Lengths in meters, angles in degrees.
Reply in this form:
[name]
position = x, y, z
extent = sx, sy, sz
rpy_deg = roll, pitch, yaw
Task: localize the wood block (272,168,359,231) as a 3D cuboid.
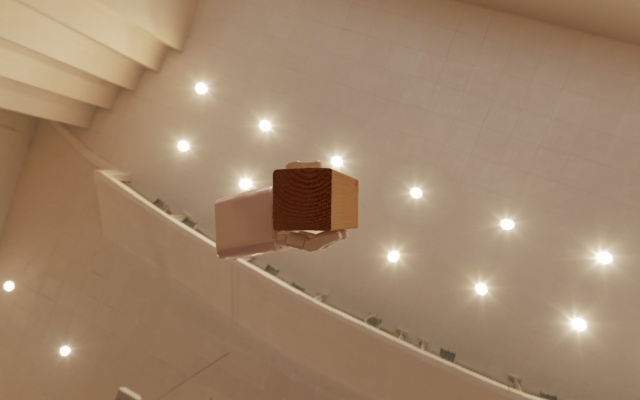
[wood block]
position = 0.000, 0.002, 0.774
extent = 0.090, 0.091, 0.206
rpy_deg = -1, -2, 15
